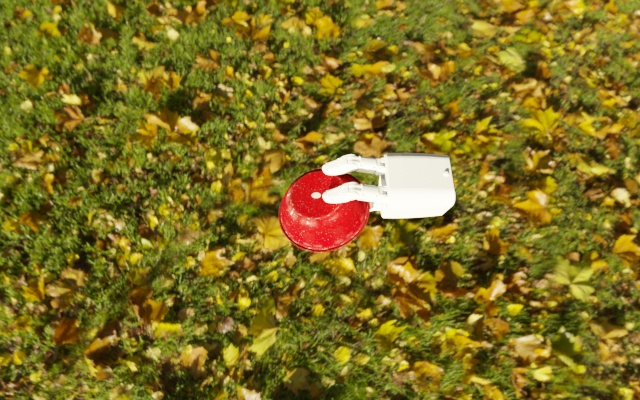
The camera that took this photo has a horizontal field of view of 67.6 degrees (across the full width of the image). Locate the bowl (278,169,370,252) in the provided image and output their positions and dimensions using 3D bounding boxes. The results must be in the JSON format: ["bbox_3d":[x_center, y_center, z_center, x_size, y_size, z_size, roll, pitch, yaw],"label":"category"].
[{"bbox_3d":[-0.001,0.003,0.800,0.162,0.162,0.055,0,-29,14],"label":"bowl"}]
